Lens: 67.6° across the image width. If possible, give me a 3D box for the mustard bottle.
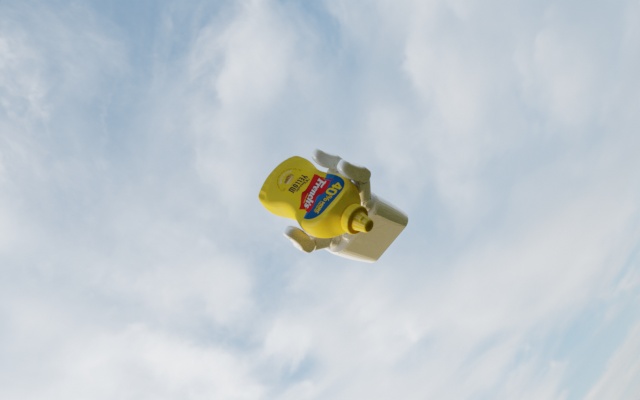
[{"bbox_3d":[0.000,0.002,0.682,0.191,0.096,0.058,27,-22,42],"label":"mustard bottle"}]
